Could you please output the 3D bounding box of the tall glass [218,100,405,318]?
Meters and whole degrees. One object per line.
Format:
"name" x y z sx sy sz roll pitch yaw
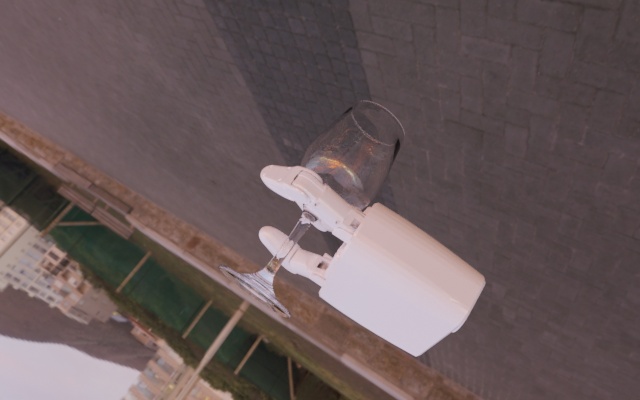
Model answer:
"tall glass" 0.000 0.002 0.431 0.079 0.201 0.079 31 -19 12
